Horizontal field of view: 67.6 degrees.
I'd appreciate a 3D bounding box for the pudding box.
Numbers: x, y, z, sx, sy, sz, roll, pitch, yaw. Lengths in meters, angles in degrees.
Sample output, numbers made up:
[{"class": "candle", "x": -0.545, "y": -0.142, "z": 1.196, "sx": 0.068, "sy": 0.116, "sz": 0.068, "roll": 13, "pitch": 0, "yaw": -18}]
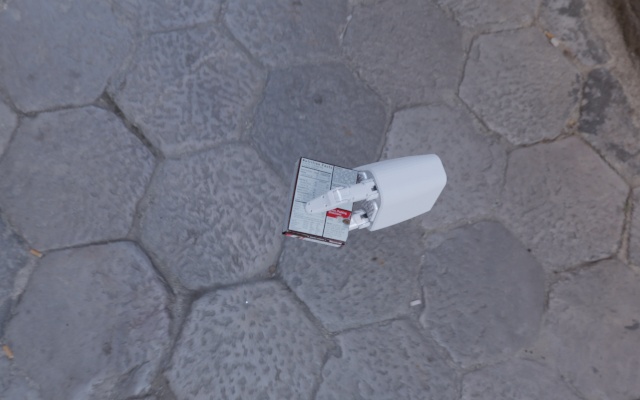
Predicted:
[{"class": "pudding box", "x": 0.000, "y": 0.002, "z": 0.678, "sx": 0.090, "sy": 0.113, "sz": 0.039, "roll": 13, "pitch": -16, "yaw": -11}]
